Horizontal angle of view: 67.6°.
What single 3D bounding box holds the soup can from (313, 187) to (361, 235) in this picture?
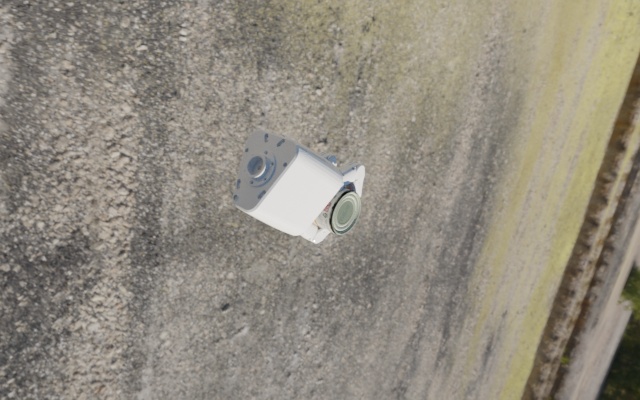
[{"bbox_3d":[0.001,0.003,0.699,0.102,0.068,0.068,23,14,37],"label":"soup can"}]
